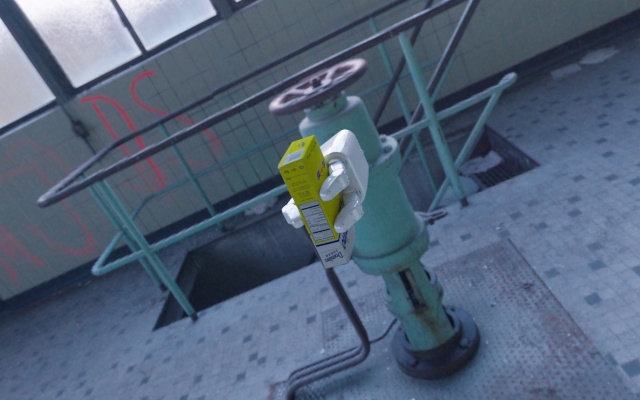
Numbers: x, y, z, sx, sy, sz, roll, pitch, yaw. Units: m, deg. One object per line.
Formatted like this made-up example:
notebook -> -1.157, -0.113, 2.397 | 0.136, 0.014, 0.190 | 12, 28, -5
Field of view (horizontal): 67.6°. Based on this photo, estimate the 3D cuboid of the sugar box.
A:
sugar box -> 0.001, 0.002, 0.706 | 0.048, 0.176, 0.093 | -18, 24, 21
